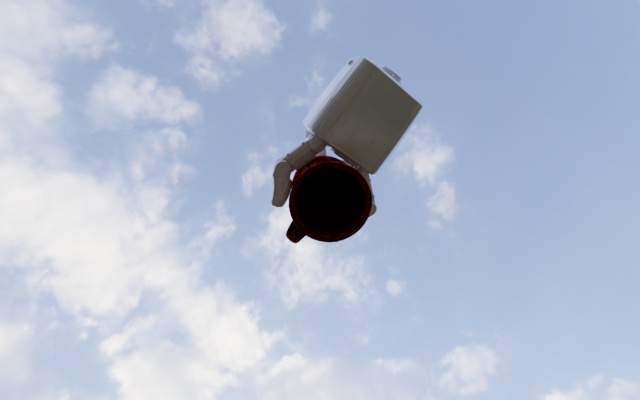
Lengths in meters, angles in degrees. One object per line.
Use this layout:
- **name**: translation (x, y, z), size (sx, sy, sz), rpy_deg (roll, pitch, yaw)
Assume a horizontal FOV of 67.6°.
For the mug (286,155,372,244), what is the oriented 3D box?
- **mug**: translation (-0.001, 0.003, 0.567), size (0.093, 0.117, 0.081), rpy_deg (36, 9, -14)
